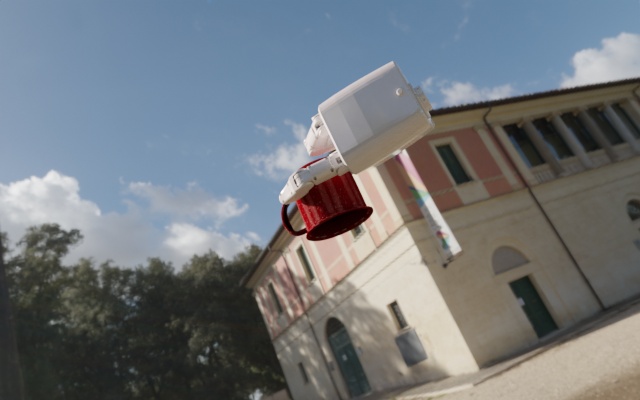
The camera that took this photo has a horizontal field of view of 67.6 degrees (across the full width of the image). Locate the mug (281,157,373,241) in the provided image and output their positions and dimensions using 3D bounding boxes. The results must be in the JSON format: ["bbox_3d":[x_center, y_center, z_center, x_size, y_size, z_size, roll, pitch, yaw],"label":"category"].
[{"bbox_3d":[-0.001,0.003,0.623,0.117,0.081,0.093,-30,-20,17],"label":"mug"}]
